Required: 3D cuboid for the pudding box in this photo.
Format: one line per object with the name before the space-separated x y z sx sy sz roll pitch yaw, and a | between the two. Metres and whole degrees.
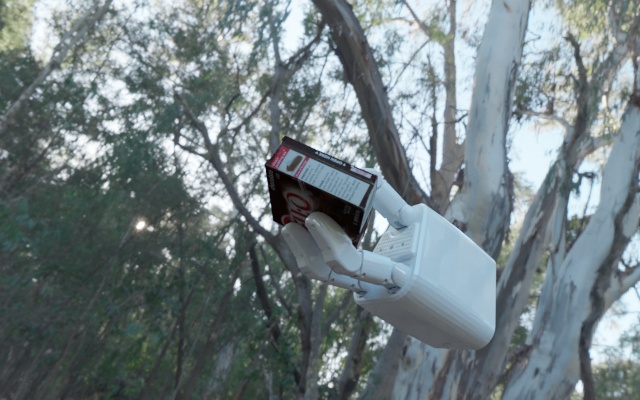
pudding box | 0.000 0.001 0.428 0.090 0.039 0.114 24 -27 10
